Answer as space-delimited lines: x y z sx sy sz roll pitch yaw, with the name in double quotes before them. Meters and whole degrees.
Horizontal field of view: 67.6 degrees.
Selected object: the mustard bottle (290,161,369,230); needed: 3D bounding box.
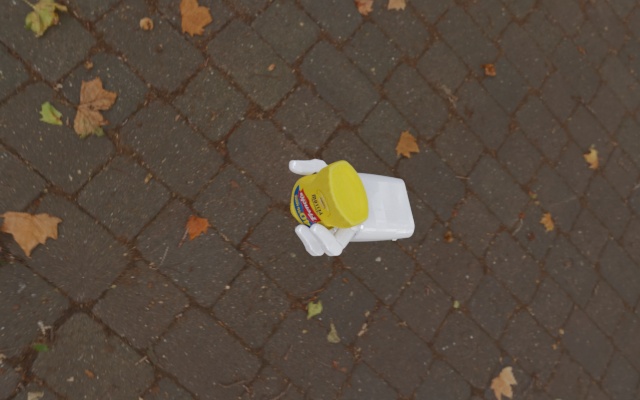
"mustard bottle" 0.000 0.003 0.760 0.058 0.096 0.191 -24 3 -27
